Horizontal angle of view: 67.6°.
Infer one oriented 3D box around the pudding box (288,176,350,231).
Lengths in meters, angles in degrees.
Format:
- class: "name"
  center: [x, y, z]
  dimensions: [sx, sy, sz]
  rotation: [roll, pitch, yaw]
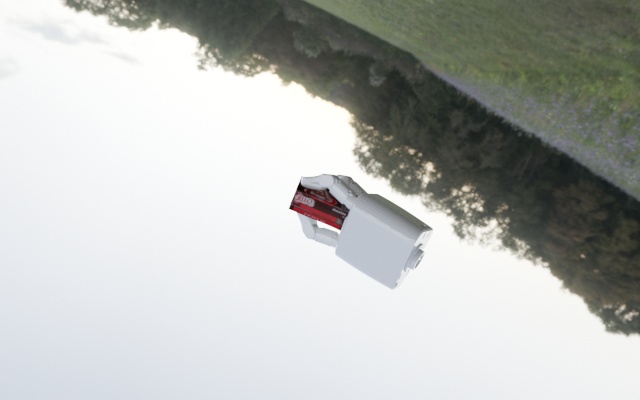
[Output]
- class: "pudding box"
  center: [0.000, 0.003, 0.762]
  dimensions: [0.090, 0.039, 0.113]
  rotation: [24, 11, -4]
